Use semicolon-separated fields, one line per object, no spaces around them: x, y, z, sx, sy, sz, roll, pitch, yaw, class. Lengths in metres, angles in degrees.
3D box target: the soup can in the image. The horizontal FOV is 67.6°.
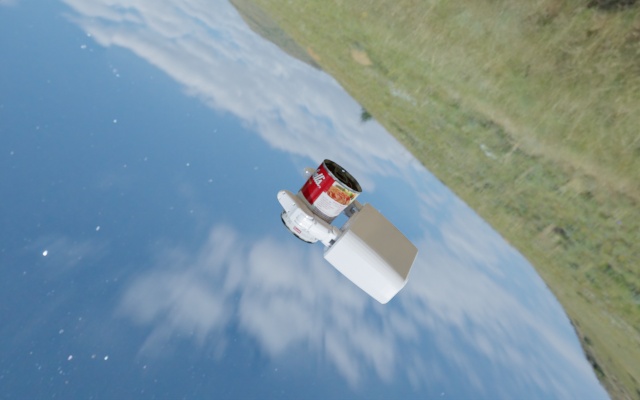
0.000;0.002;0.667;0.068;0.102;0.068;35;19;-15;soup can
